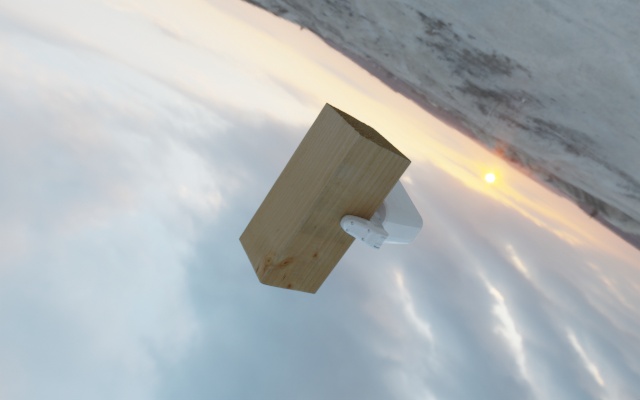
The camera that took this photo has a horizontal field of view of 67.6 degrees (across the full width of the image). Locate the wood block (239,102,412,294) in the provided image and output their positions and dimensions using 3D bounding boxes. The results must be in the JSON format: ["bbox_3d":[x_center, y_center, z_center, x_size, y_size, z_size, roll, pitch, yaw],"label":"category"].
[{"bbox_3d":[0.000,0.002,0.576,0.090,0.206,0.090,20,21,-39],"label":"wood block"}]
